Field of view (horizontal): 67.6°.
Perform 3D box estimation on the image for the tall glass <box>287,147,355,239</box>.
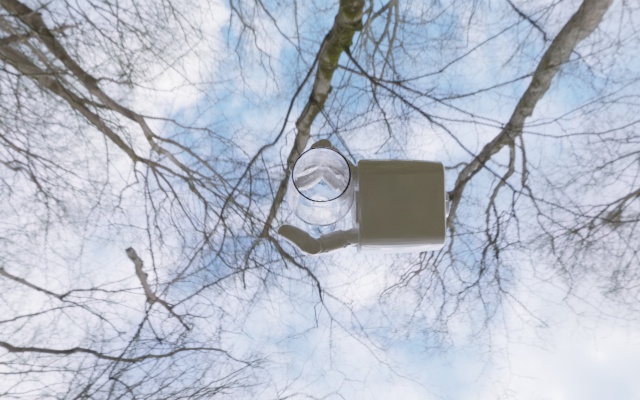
[{"bbox_3d":[0.000,0.002,0.586,0.079,0.079,0.201,0,-17,0],"label":"tall glass"}]
